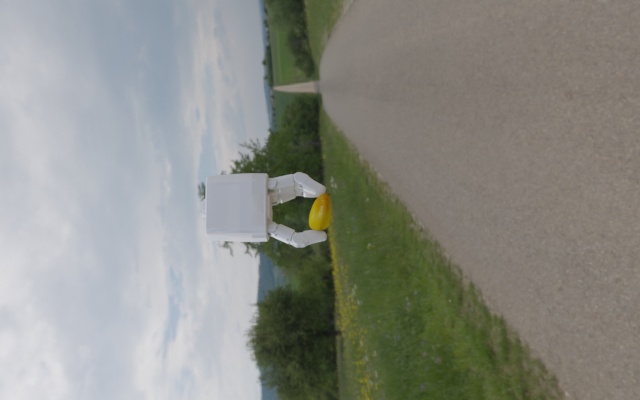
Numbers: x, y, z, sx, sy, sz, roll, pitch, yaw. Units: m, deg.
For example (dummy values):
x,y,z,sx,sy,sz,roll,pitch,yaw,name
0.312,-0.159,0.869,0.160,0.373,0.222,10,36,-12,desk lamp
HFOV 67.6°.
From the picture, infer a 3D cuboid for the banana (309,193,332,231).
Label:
x,y,z,sx,sy,sz,roll,pitch,yaw,name
-0.001,0.021,0.837,0.037,0.069,0.198,4,1,-1,banana
